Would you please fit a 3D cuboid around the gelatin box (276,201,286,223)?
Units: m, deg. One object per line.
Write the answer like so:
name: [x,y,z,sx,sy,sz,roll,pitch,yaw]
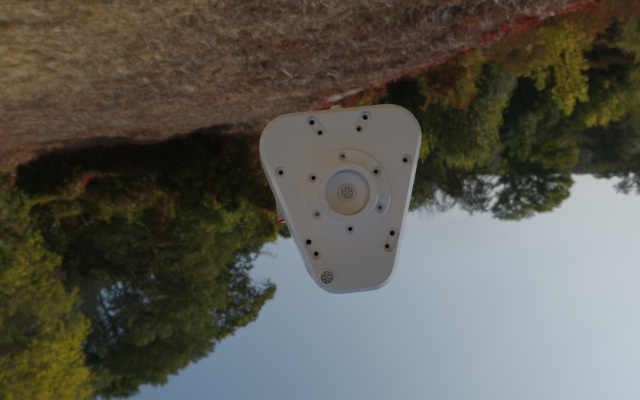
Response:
gelatin box: [0.000,0.002,0.462,0.073,0.030,0.089,-5,-6,-15]
